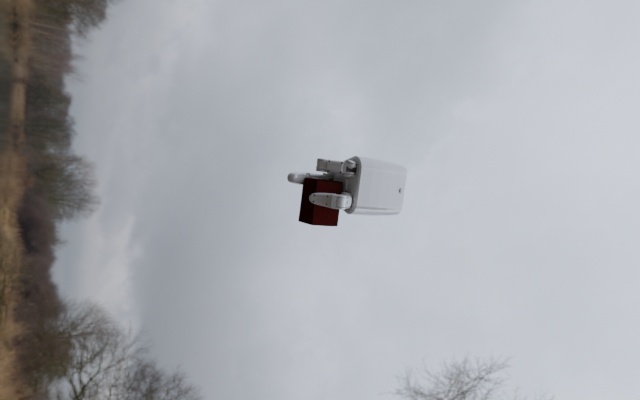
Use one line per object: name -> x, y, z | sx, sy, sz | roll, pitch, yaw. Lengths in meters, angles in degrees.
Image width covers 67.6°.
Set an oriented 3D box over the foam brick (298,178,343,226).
foam brick -> 0.000, 0.003, 0.815 | 0.051, 0.078, 0.053 | 5, 5, -30
